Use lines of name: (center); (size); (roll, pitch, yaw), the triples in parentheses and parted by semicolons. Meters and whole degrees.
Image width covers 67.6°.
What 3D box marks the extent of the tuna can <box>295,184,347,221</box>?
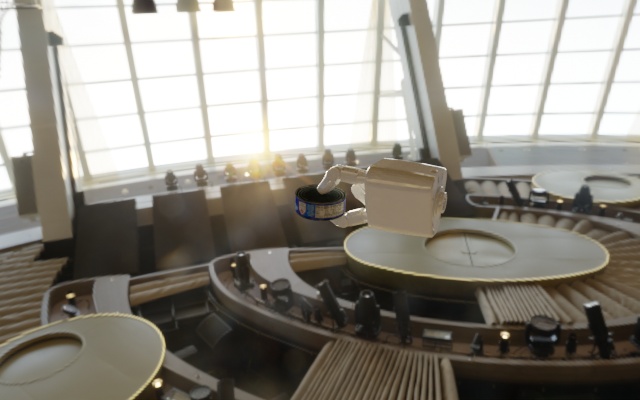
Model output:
tuna can: (0.000, 0.003, 0.801); (0.086, 0.034, 0.086); (2, 22, -1)
